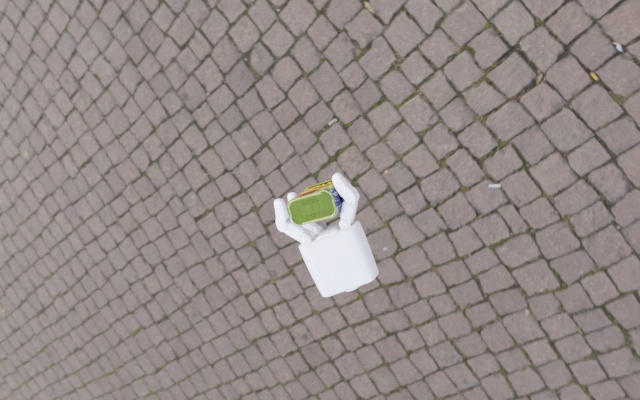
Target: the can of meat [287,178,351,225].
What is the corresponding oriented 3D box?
[{"bbox_3d":[0.000,0.003,0.869,0.102,0.057,0.084,-16,10,28],"label":"can of meat"}]
